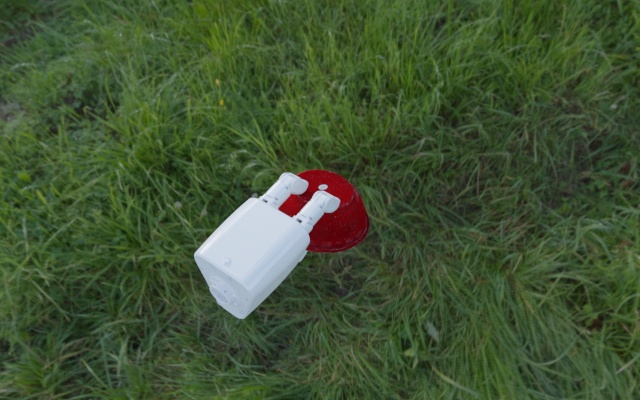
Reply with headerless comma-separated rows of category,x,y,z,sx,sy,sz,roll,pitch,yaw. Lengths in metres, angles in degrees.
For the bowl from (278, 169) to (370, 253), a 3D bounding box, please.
bowl,0.001,0.001,0.710,0.162,0.055,0.162,8,38,-6
